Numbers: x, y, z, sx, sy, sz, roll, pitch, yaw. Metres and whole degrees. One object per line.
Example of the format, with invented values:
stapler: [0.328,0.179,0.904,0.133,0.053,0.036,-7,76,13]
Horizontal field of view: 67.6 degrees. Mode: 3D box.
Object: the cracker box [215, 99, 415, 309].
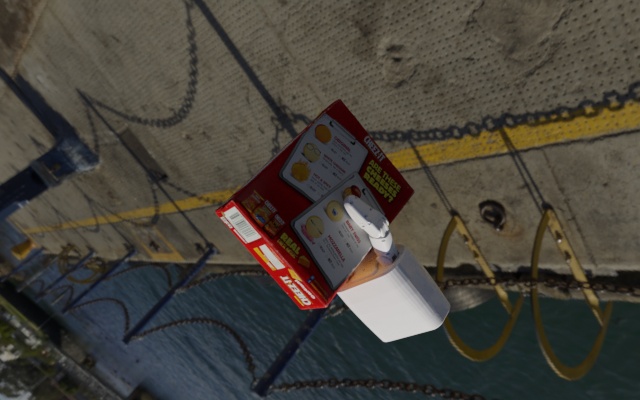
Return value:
cracker box: [0.000,0.002,0.600,0.213,0.164,0.072,-48,14,-33]
